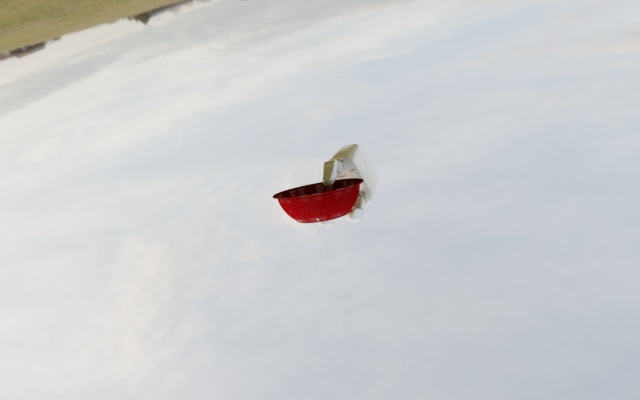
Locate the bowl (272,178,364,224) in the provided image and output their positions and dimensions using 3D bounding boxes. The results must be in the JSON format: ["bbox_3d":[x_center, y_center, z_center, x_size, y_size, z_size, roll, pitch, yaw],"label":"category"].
[{"bbox_3d":[-0.001,0.003,0.833,0.162,0.055,0.162,-10,8,1],"label":"bowl"}]
